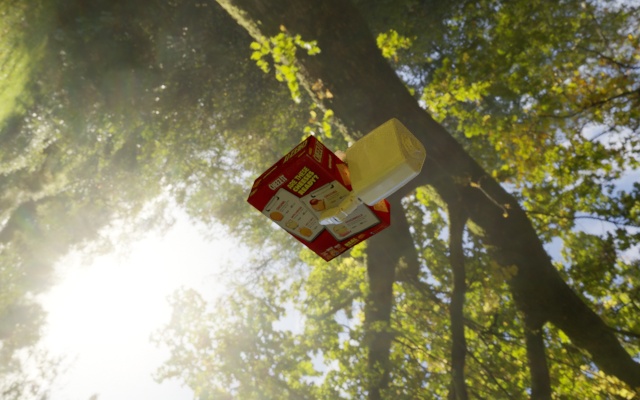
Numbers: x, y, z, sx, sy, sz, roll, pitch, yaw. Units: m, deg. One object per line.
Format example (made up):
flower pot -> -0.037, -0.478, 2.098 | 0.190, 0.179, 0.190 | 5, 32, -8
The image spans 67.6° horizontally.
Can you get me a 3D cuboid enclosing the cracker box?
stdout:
cracker box -> 0.000, 0.003, 0.885 | 0.214, 0.072, 0.164 | 40, -55, -24
